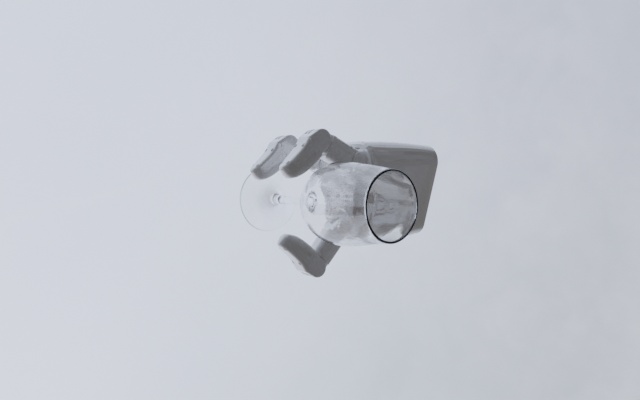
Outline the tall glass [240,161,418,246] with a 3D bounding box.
[{"bbox_3d":[0.000,0.002,0.469,0.079,0.079,0.201,0,2,-36],"label":"tall glass"}]
